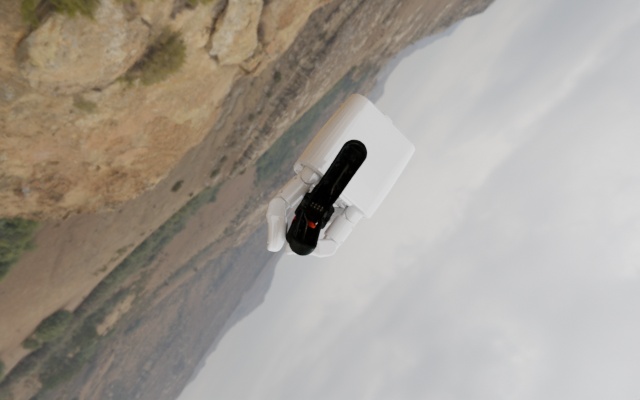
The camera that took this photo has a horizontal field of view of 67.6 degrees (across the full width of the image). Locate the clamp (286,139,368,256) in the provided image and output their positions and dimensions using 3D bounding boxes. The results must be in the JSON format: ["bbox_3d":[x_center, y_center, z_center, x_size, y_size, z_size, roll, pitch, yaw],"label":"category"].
[{"bbox_3d":[0.000,0.002,0.496,0.039,0.120,0.171,37,-8,-5],"label":"clamp"}]
